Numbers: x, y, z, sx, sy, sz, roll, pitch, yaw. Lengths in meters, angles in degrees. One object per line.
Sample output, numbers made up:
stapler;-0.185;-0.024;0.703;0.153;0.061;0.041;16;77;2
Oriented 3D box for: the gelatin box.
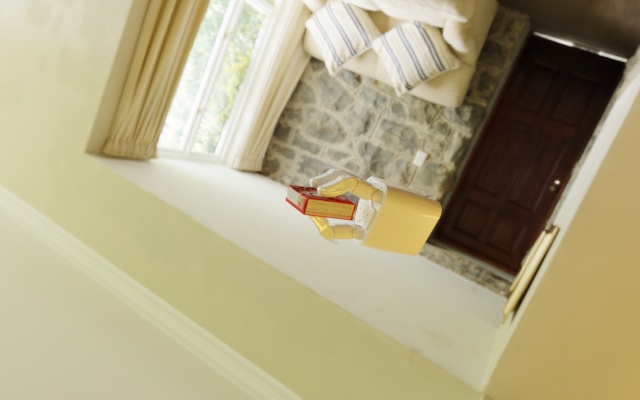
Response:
gelatin box;0.000;0.003;0.744;0.089;0.030;0.073;7;14;-29
